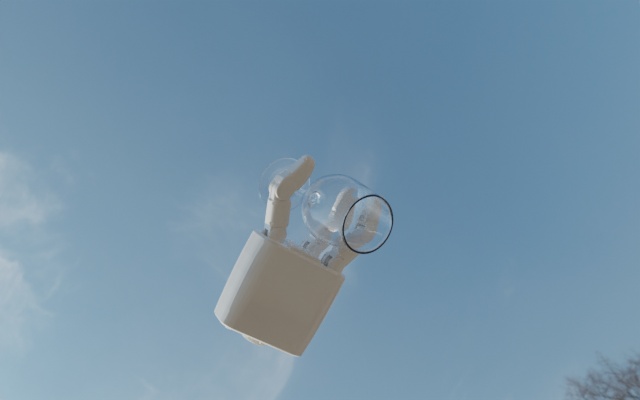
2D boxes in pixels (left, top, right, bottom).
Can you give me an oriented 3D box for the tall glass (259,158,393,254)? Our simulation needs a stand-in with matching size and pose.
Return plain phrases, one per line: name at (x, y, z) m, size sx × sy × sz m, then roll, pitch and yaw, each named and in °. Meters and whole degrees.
tall glass at (0.000, 0.002, 0.558) m, size 0.079 × 0.079 × 0.201 m, roll 0°, pitch 13°, yaw -30°
